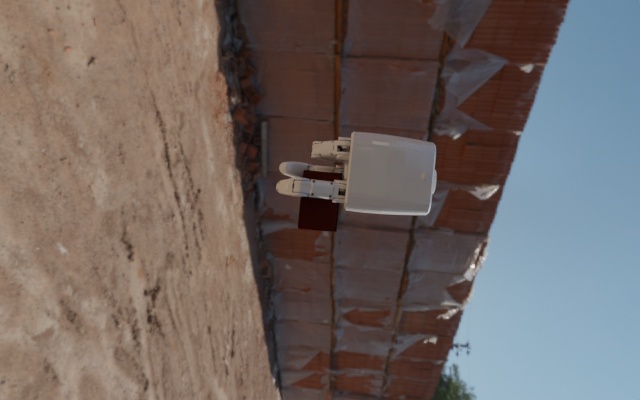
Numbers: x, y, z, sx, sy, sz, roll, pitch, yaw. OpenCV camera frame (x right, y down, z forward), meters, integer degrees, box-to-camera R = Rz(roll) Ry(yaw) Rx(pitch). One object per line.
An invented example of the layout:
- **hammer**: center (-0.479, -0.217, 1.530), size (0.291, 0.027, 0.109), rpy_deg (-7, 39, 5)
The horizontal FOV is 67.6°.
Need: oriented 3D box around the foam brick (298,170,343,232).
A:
- **foam brick**: center (0.000, 0.002, 0.630), size (0.051, 0.078, 0.053), rpy_deg (6, -3, 1)
